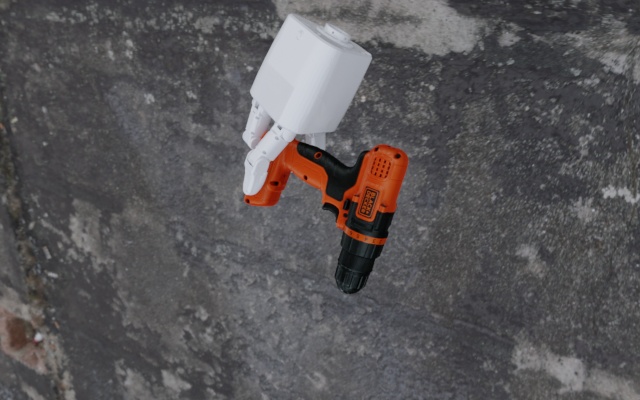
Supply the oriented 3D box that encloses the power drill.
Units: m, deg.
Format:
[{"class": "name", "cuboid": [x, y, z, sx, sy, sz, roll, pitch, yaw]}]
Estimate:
[{"class": "power drill", "cuboid": [0.000, 0.002, 0.589, 0.187, 0.184, 0.057, 22, 12, 21]}]
